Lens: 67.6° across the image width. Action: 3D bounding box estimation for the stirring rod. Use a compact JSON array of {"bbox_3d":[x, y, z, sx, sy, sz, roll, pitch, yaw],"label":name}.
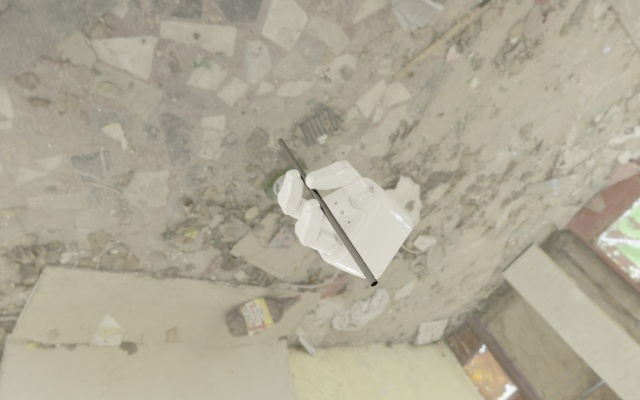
[{"bbox_3d":[0.000,0.002,0.530,0.011,0.011,0.239,0,40,-34],"label":"stirring rod"}]
